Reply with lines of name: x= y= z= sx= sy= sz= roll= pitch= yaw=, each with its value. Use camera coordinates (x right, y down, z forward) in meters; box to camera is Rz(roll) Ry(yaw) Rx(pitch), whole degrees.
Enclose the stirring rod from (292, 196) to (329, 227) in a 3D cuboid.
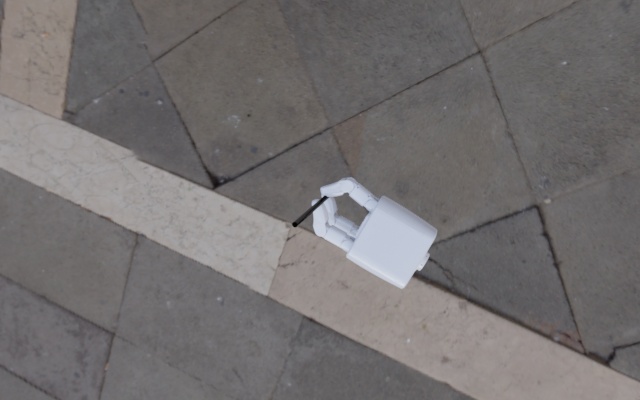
stirring rod: x=0.000 y=0.002 z=0.761 sx=0.011 sy=0.011 sz=0.239 roll=0 pitch=15 yaw=18
